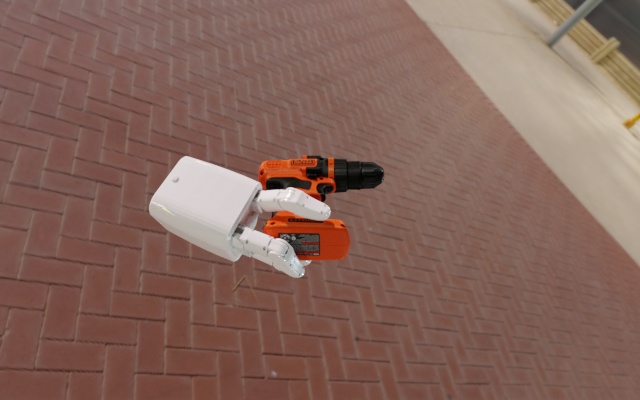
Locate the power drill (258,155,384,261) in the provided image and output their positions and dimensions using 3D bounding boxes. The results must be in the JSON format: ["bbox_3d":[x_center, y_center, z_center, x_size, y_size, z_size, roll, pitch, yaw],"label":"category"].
[{"bbox_3d":[0.000,0.002,0.648,0.184,0.057,0.187,-2,33,3],"label":"power drill"}]
